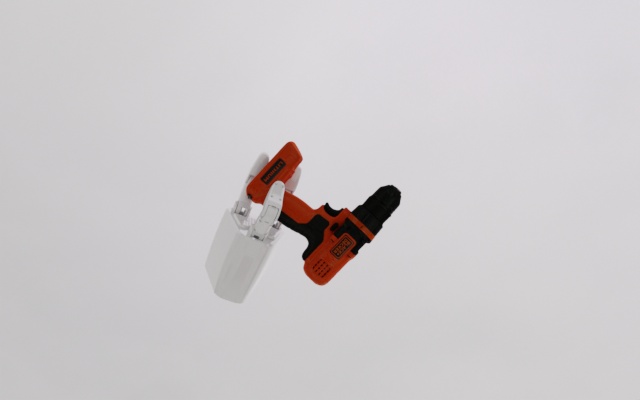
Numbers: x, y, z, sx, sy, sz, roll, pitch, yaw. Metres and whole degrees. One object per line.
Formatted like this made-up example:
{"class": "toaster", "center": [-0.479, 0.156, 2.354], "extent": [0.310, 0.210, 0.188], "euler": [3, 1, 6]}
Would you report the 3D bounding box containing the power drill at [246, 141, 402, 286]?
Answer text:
{"class": "power drill", "center": [0.000, 0.002, 0.700], "extent": [0.187, 0.184, 0.057], "euler": [43, -3, 4]}
